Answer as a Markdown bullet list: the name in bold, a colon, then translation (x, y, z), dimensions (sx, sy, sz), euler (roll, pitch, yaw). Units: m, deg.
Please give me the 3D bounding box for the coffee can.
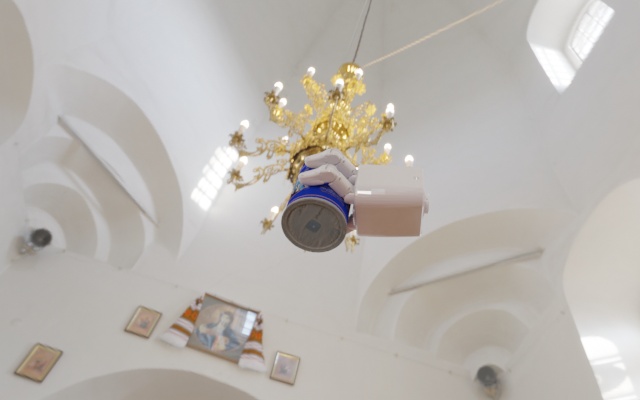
- **coffee can**: translation (0.000, 0.003, 0.789), dimensions (0.103, 0.103, 0.140), euler (0, 33, 11)
